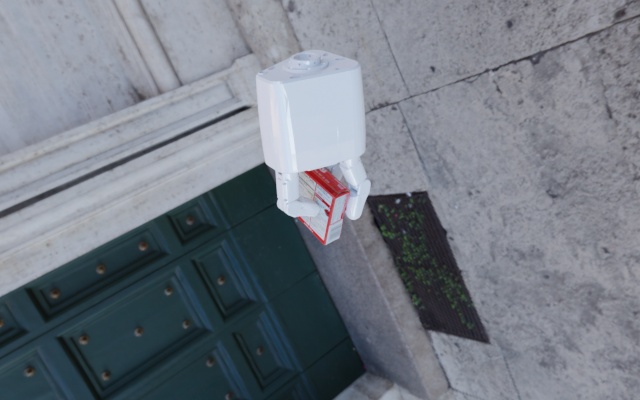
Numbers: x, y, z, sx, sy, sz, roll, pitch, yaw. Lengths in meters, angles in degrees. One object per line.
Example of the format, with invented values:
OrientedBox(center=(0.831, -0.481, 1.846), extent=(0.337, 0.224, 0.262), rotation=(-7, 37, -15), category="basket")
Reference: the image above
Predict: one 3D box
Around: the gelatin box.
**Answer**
OrientedBox(center=(0.000, 0.002, 0.628), extent=(0.030, 0.089, 0.073), rotation=(-23, 51, -32), category="gelatin box")
